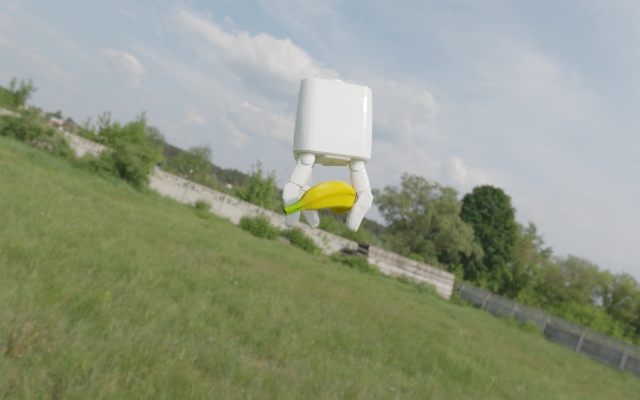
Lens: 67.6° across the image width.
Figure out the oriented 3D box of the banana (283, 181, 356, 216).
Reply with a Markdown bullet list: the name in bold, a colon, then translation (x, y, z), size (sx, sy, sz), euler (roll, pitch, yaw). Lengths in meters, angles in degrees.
- **banana**: translation (0.016, -0.003, 0.673), size (0.069, 0.037, 0.198), euler (-15, -8, 20)
